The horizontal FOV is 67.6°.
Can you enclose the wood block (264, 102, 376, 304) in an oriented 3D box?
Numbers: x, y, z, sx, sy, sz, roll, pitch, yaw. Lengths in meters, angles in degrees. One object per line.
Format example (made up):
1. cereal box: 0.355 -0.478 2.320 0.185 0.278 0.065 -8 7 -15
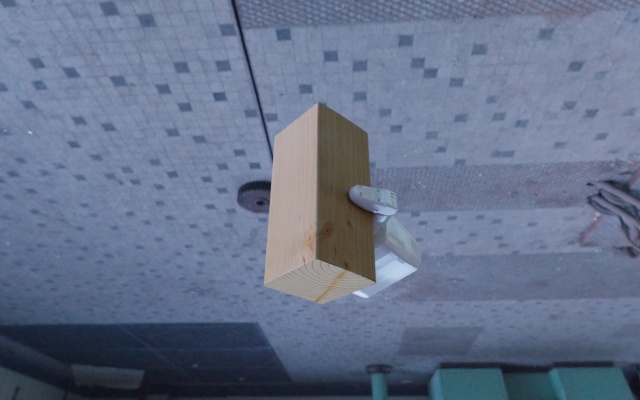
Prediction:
1. wood block: 0.001 0.002 0.562 0.090 0.206 0.091 26 -40 -35
